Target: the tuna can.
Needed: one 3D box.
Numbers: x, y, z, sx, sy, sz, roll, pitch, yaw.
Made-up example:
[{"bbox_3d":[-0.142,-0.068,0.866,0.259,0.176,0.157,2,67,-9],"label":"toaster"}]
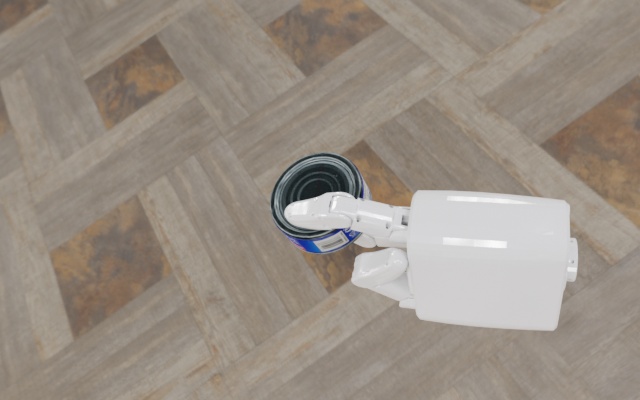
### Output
[{"bbox_3d":[0.000,0.001,0.415,0.086,0.086,0.034,0,-28,23],"label":"tuna can"}]
